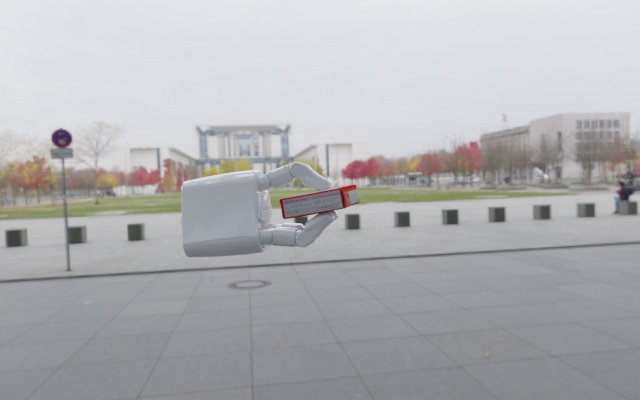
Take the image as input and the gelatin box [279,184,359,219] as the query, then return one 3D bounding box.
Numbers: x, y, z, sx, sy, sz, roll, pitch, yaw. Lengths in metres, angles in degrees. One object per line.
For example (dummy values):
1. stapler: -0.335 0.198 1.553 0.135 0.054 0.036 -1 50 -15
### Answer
1. gelatin box: 0.000 0.002 0.642 0.089 0.030 0.073 -11 1 20
